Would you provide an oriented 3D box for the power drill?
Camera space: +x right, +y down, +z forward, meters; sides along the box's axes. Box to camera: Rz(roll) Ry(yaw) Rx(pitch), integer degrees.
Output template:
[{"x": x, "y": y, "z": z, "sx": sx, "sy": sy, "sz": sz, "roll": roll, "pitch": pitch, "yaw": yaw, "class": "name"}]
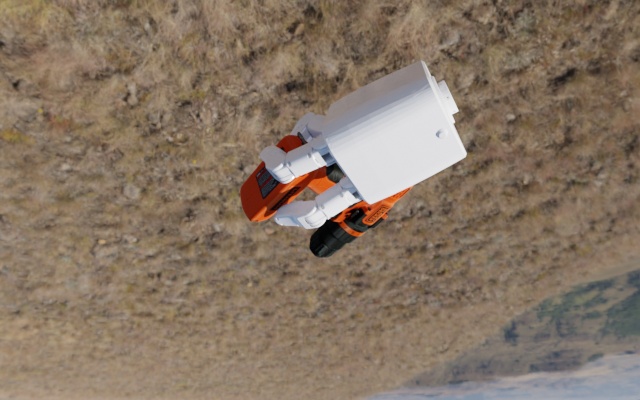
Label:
[{"x": 0.000, "y": 0.002, "z": 0.578, "sx": 0.188, "sy": 0.057, "sz": 0.184, "roll": 14, "pitch": -50, "yaw": -44, "class": "power drill"}]
